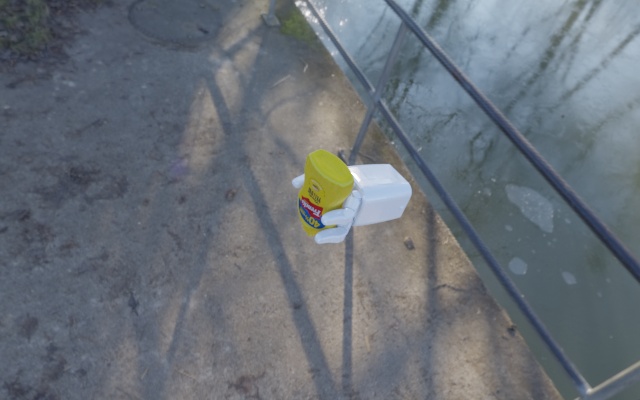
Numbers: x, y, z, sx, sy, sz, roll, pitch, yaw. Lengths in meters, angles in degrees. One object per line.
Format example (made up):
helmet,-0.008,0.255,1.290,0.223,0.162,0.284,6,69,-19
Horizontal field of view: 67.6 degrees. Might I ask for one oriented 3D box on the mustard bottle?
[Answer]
mustard bottle,0.000,0.003,0.888,0.058,0.192,0.096,-30,62,-34
